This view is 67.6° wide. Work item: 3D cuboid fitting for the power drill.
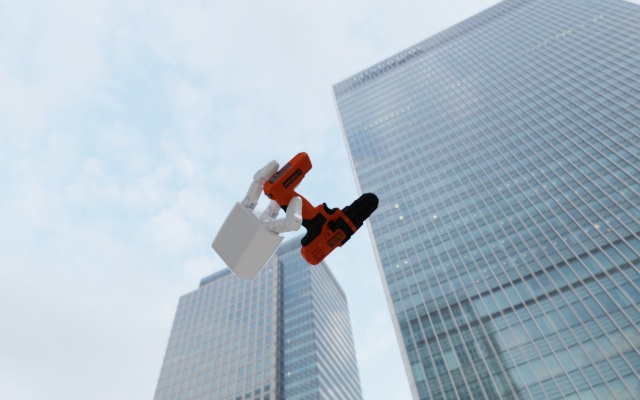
[{"bbox_3d":[0.000,0.003,0.887,0.184,0.188,0.057,-43,19,-9],"label":"power drill"}]
